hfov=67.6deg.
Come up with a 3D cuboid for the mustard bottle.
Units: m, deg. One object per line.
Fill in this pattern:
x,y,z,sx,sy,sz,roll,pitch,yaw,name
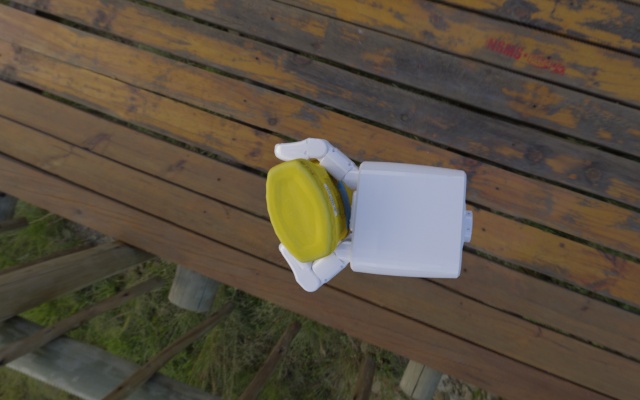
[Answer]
0.000,0.002,0.525,0.058,0.096,0.191,-21,1,14,mustard bottle
